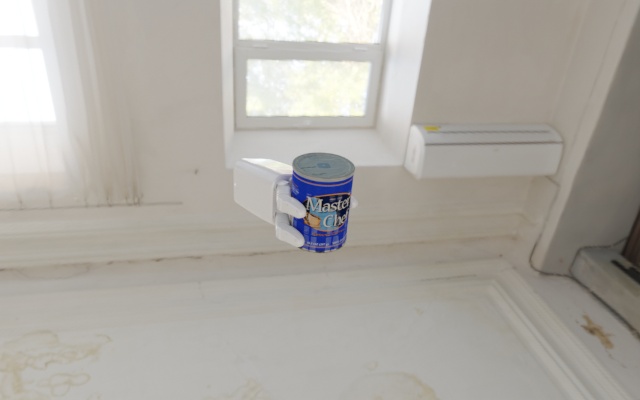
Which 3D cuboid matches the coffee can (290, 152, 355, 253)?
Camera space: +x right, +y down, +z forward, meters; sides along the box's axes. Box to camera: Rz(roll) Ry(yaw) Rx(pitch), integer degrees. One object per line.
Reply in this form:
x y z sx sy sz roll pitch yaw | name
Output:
0.000 0.003 0.808 0.103 0.140 0.102 4 28 -2 | coffee can
